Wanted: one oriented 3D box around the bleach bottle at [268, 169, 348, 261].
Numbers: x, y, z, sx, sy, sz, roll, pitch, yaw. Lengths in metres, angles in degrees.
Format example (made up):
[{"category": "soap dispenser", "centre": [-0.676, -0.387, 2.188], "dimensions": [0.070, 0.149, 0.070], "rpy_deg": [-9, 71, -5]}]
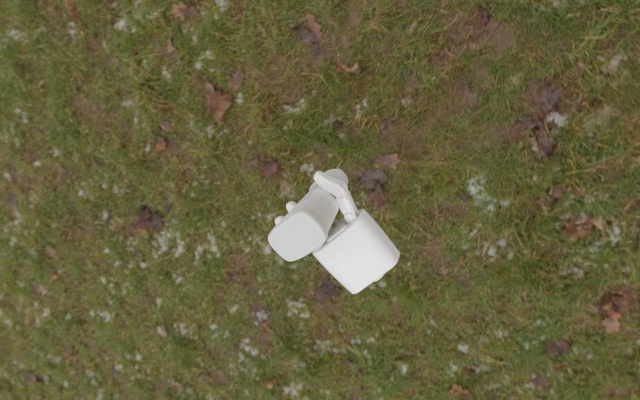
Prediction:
[{"category": "bleach bottle", "centre": [0.000, 0.003, 0.840], "dimensions": [0.102, 0.068, 0.250], "rpy_deg": [-35, 11, 33]}]
